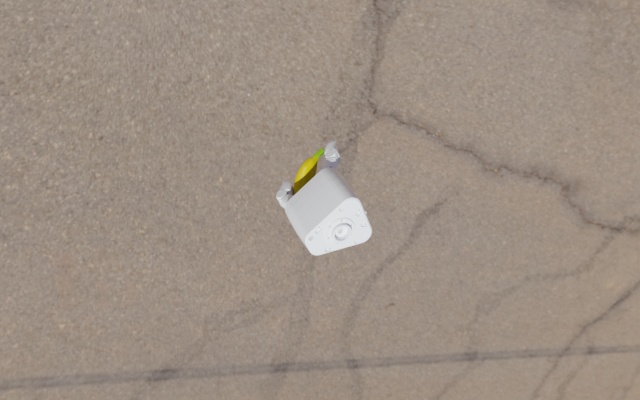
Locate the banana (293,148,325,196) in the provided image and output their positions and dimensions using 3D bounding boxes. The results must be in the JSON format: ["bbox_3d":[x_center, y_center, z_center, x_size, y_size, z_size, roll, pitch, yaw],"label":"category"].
[{"bbox_3d":[-0.017,0.004,0.891,0.069,0.198,0.037,-12,31,-19],"label":"banana"}]
